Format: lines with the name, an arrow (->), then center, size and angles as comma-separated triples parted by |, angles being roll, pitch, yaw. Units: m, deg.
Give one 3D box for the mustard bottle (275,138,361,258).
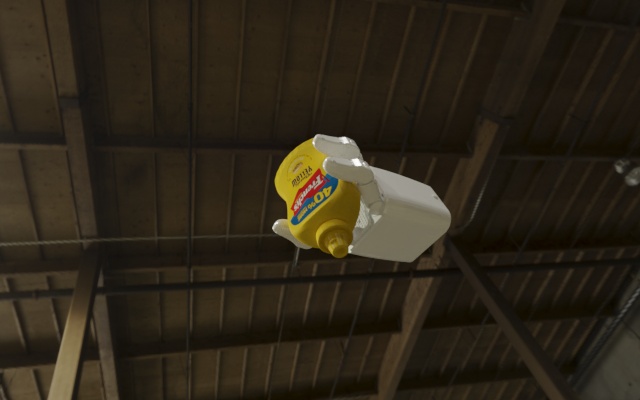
mustard bottle -> 0.000, 0.002, 0.584 | 0.058, 0.096, 0.191 | 40, 16, -34
